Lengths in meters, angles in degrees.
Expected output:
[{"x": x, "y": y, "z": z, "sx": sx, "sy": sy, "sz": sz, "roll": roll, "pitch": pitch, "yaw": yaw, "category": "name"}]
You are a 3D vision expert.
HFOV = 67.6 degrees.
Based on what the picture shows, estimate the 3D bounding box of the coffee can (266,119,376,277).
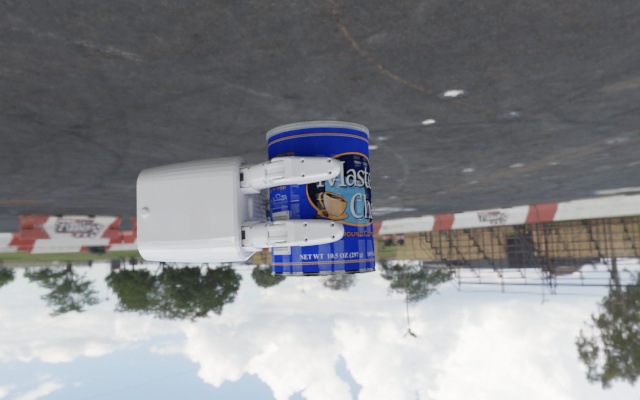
[{"x": 0.000, "y": 0.001, "z": 0.473, "sx": 0.103, "sy": 0.140, "sz": 0.103, "roll": -3, "pitch": -6, "yaw": 0, "category": "coffee can"}]
